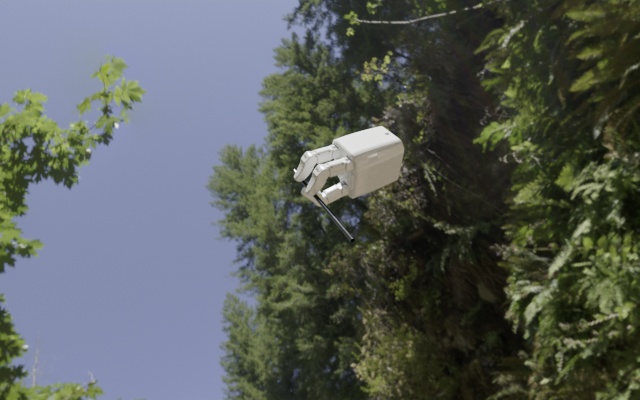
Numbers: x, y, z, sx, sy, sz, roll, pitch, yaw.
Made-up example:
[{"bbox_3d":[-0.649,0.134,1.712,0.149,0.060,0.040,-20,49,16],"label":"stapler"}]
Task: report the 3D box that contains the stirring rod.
[{"bbox_3d":[0.000,0.003,0.843,0.011,0.011,0.239,0,30,-29],"label":"stirring rod"}]
